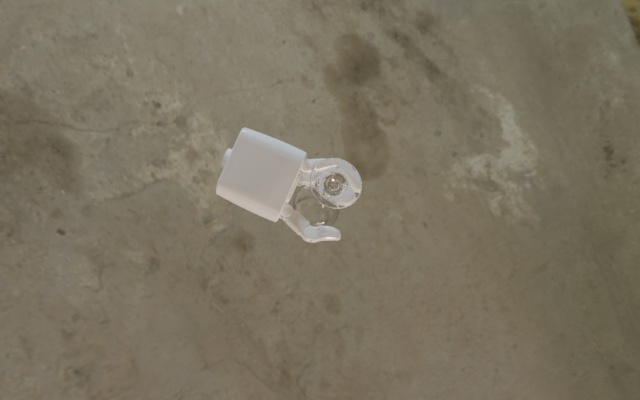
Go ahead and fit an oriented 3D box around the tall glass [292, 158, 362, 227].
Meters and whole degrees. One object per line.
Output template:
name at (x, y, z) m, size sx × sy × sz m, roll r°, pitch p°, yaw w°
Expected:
tall glass at (0.000, 0.002, 0.747) m, size 0.079 × 0.079 × 0.201 m, roll 0°, pitch -16°, yaw -12°
